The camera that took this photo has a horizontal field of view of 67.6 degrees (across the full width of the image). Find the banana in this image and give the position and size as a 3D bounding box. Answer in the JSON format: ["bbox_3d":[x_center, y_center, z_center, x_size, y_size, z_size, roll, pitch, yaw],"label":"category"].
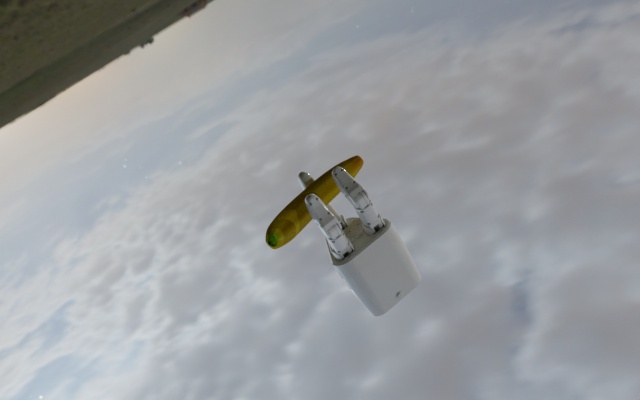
[{"bbox_3d":[-0.013,0.007,0.643,0.069,0.037,0.197,-14,26,52],"label":"banana"}]
